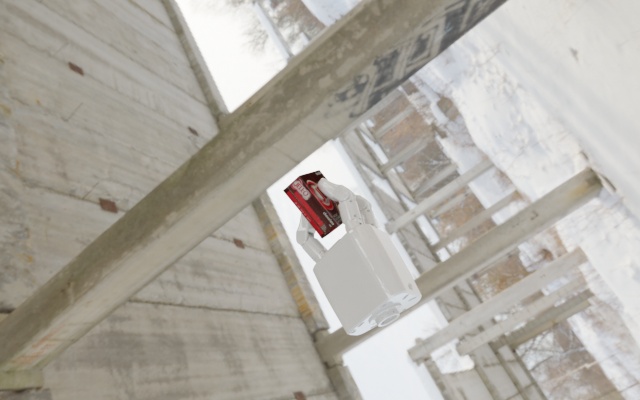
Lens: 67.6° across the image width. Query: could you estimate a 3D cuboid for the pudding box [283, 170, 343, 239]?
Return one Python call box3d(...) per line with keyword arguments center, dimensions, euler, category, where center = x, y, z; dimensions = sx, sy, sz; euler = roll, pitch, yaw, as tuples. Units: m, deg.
box3d(center=(0.000, 0.002, 0.709), dimensions=(0.039, 0.090, 0.113), euler=(-39, -3, 14), category="pudding box")
